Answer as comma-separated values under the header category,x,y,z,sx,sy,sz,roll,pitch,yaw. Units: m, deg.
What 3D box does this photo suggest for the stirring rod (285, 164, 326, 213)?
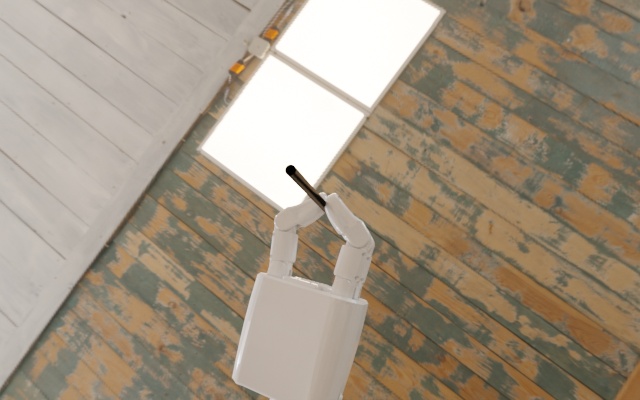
category,x,y,z,sx,sy,sz,roll,pitch,yaw
stirring rod,0.000,0.001,0.443,0.011,0.011,0.239,0,-11,10
